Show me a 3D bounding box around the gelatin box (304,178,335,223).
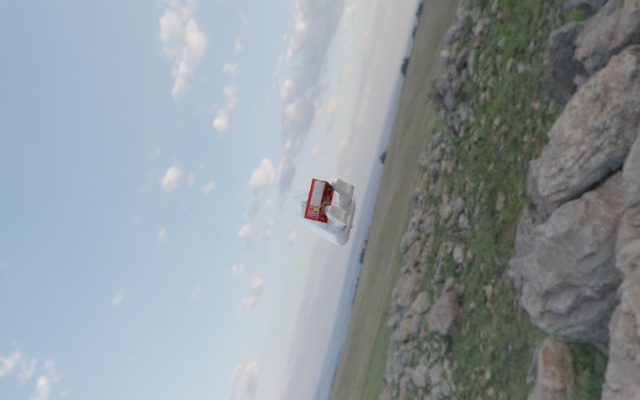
[{"bbox_3d":[0.000,0.003,0.878,0.030,0.073,0.089,12,-4,13],"label":"gelatin box"}]
